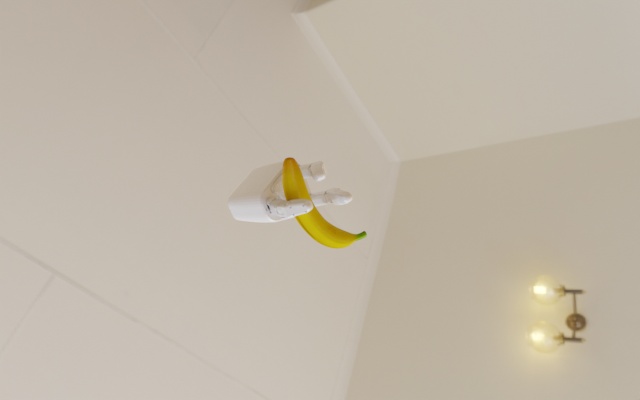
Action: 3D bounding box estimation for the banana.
[{"bbox_3d":[-0.008,0.019,0.765,0.198,0.069,0.037,46,-21,-27],"label":"banana"}]
